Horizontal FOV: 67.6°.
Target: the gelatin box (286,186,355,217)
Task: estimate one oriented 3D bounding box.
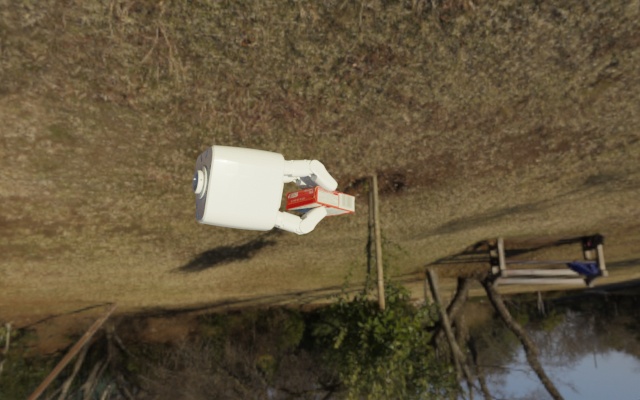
[{"bbox_3d":[0.000,0.003,0.782,0.089,0.030,0.073,14,-18,-41],"label":"gelatin box"}]
